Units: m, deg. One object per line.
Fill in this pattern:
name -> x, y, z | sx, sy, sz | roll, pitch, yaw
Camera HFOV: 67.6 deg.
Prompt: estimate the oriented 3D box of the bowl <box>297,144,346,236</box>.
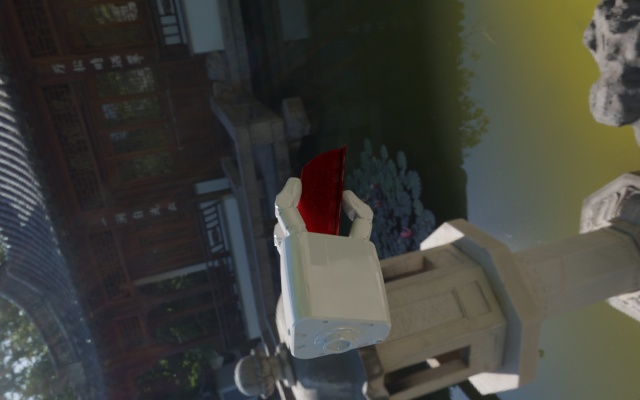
bowl -> 0.000, 0.001, 0.641 | 0.055, 0.162, 0.162 | 5, 0, 1
